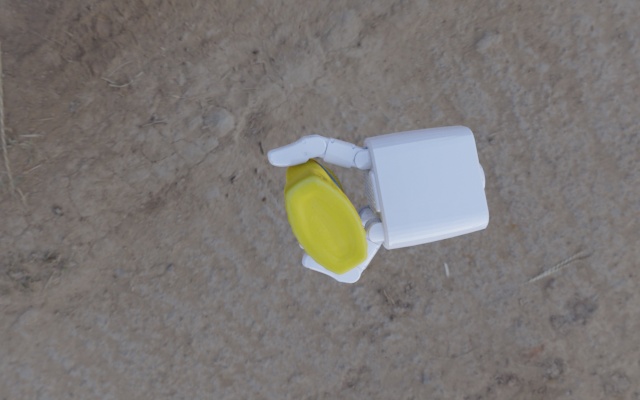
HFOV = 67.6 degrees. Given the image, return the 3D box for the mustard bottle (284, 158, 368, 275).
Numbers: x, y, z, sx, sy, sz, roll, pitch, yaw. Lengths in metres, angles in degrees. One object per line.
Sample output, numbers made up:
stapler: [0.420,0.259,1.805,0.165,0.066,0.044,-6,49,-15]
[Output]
mustard bottle: [0.000,0.002,0.504,0.058,0.096,0.191,-34,13,4]
